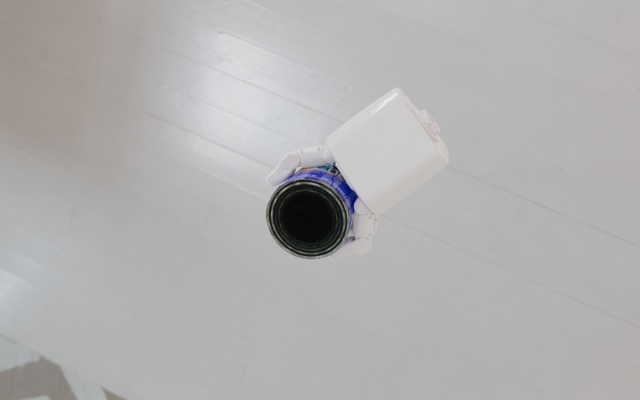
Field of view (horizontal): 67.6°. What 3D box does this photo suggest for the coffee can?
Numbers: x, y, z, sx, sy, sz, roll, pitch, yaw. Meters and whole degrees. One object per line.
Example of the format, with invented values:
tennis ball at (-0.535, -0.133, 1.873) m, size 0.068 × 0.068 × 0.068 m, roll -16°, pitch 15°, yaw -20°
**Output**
coffee can at (0.000, 0.002, 0.625) m, size 0.103 × 0.103 × 0.140 m, roll 0°, pitch 18°, yaw 14°
